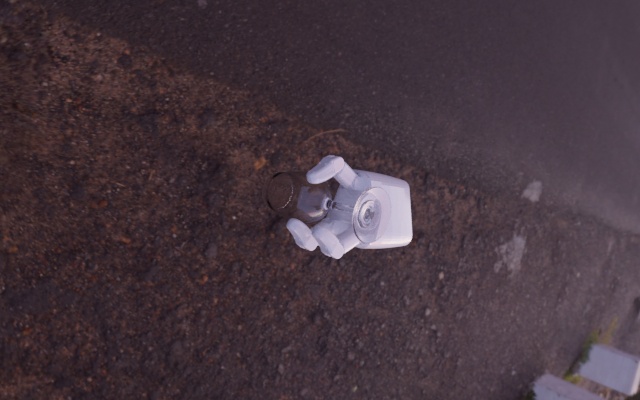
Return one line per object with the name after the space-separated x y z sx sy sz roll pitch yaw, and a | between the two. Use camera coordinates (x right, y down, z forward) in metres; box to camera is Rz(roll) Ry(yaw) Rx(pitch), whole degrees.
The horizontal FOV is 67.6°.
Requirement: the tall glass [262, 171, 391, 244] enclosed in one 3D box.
0.000 0.002 0.682 0.079 0.079 0.201 0 10 -44 | tall glass
